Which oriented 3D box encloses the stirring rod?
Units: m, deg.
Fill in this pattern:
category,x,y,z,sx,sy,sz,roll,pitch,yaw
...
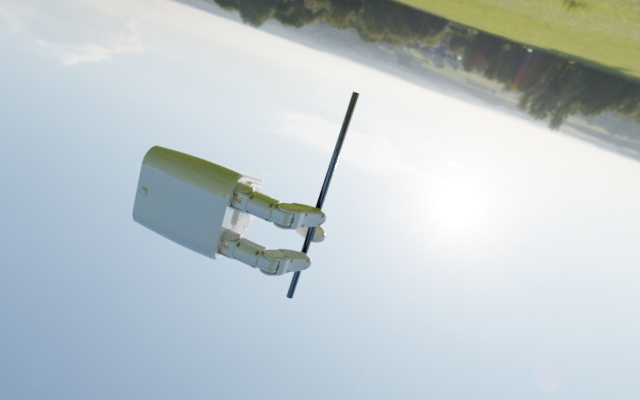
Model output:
category,x,y,z,sx,sy,sz,roll,pitch,yaw
stirring rod,0.000,0.002,0.511,0.011,0.239,0.011,16,18,-5
